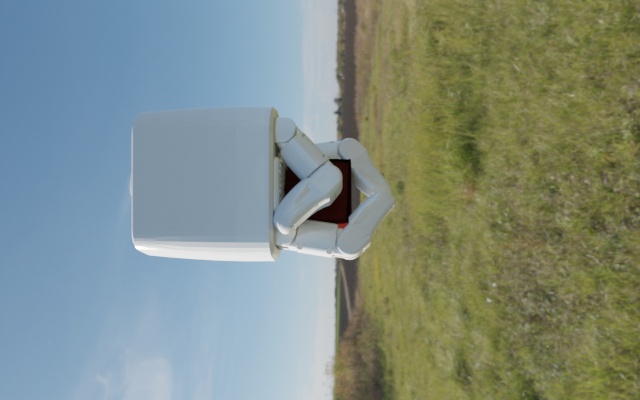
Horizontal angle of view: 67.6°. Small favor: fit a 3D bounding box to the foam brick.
[{"bbox_3d":[0.000,0.002,0.405,0.051,0.053,0.078,0,-17,3],"label":"foam brick"}]
